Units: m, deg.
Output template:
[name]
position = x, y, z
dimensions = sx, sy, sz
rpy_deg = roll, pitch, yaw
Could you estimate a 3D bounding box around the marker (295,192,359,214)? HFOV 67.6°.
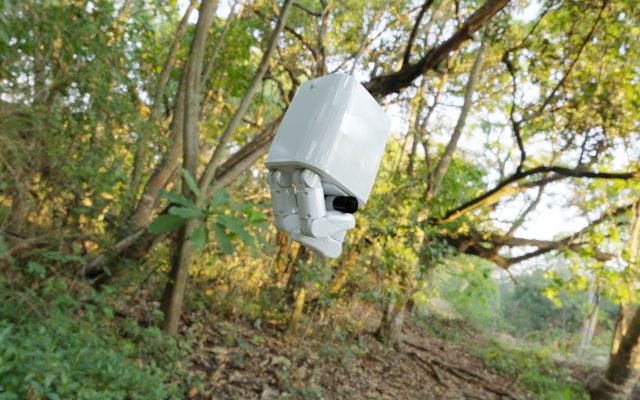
[marker]
position = 0.000, 0.002, 0.526
dimensions = 0.020, 0.020, 0.121
rpy_deg = 0, 3, -35
